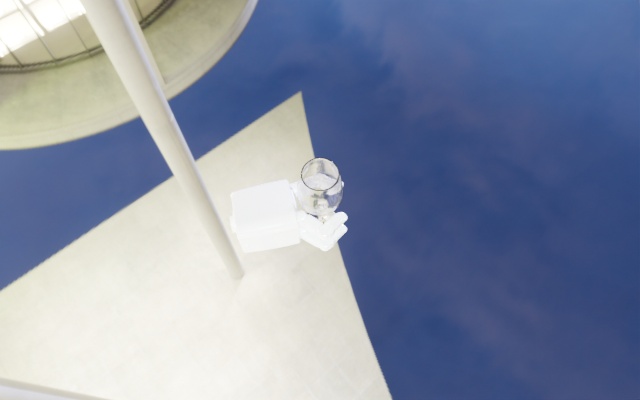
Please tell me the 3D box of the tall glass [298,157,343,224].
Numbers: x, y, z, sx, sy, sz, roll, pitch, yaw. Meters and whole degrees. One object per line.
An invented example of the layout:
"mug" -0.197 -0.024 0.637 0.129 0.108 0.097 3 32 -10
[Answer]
"tall glass" 0.000 0.003 0.845 0.079 0.079 0.201 0 -27 0
